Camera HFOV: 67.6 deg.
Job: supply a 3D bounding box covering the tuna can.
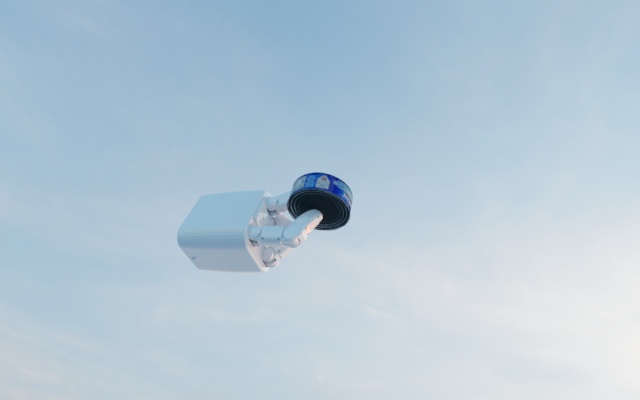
[{"bbox_3d":[0.000,0.002,0.641,0.086,0.033,0.086,9,-39,7],"label":"tuna can"}]
